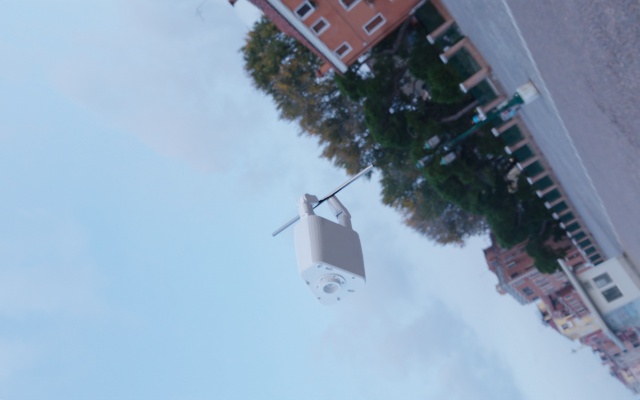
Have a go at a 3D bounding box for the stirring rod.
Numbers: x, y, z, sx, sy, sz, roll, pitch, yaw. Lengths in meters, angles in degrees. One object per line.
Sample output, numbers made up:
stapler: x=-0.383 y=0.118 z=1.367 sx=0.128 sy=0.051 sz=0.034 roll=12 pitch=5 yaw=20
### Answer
stirring rod: x=0.000 y=0.003 z=0.878 sx=0.239 sy=0.011 sz=0.011 roll=-35 pitch=-15 yaw=22
